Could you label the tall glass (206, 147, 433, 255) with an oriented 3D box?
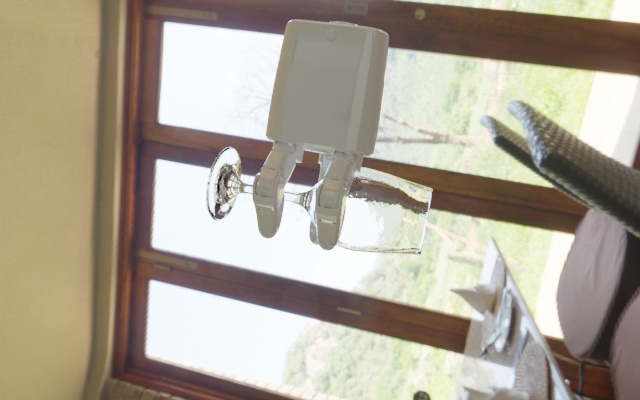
[{"bbox_3d":[-0.001,0.001,0.451,0.201,0.079,0.079,11,2,12],"label":"tall glass"}]
